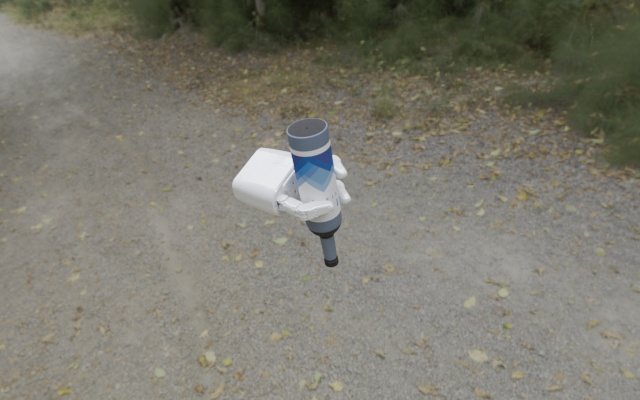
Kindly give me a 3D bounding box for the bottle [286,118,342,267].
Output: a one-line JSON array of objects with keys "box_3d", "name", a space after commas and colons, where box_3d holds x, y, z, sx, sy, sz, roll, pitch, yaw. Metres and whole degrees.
[{"box_3d": [0.000, 0.003, 0.839, 0.069, 0.296, 0.069, -7, 36, 5], "name": "bottle"}]
